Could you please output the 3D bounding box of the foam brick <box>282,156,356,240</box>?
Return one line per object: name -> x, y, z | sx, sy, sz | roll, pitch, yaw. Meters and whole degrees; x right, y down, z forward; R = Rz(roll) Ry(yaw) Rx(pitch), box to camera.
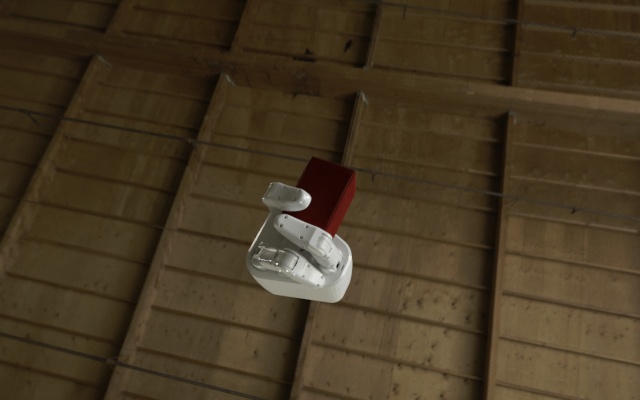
foam brick -> 0.000, 0.001, 0.523 | 0.053, 0.078, 0.051 | 23, -20, 15
